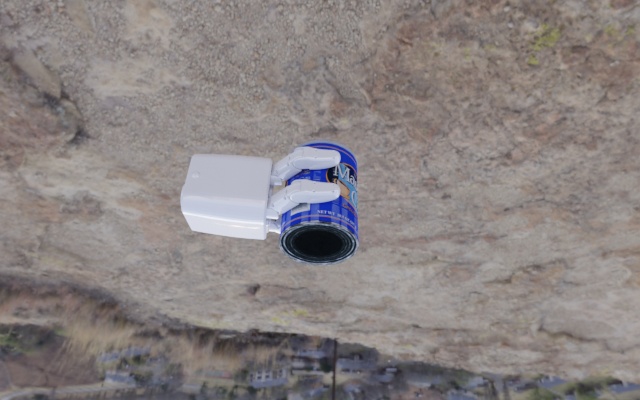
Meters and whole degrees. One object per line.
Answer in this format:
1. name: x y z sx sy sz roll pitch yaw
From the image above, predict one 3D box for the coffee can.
1. coffee can: 0.000 0.002 0.648 0.103 0.140 0.103 2 -37 1
